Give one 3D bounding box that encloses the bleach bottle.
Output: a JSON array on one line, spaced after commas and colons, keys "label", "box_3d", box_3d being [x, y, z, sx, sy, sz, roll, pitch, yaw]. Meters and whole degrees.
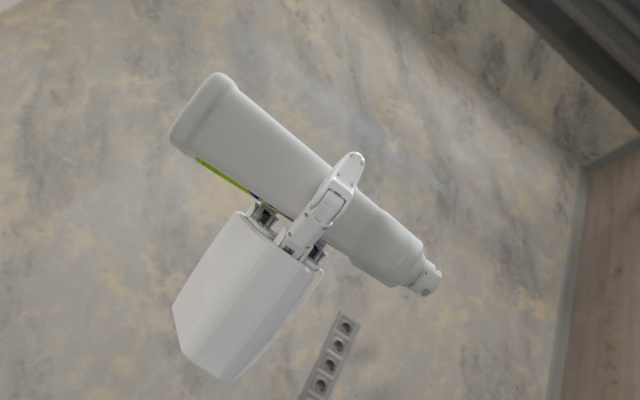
[{"label": "bleach bottle", "box_3d": [0.000, 0.001, 0.401, 0.251, 0.068, 0.102, 36, -3, -8]}]
